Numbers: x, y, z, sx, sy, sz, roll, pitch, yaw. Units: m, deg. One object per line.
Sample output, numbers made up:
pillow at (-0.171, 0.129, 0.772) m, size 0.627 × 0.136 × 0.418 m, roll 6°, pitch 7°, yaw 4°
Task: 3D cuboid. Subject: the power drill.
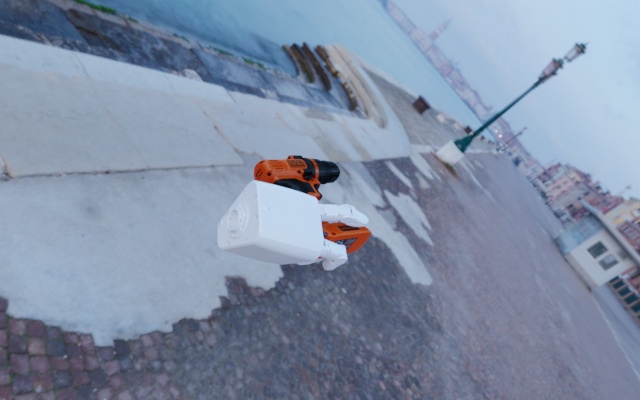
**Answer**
power drill at (0.000, 0.003, 0.789) m, size 0.184 × 0.187 × 0.057 m, roll -6°, pitch -40°, yaw -44°
